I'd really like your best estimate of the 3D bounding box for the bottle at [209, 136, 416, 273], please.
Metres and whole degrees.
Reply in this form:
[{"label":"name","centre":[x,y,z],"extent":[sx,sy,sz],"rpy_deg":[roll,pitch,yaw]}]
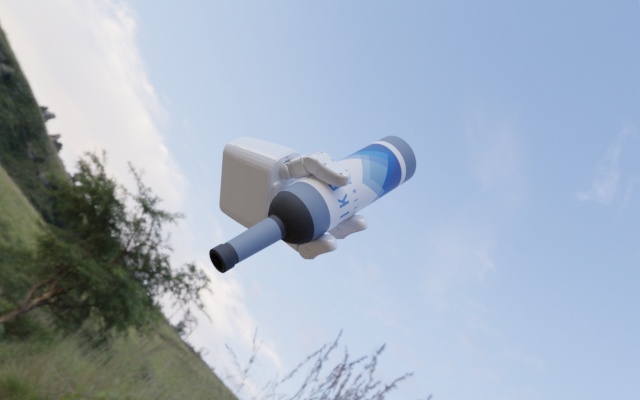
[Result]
[{"label":"bottle","centre":[0.000,0.002,0.557],"extent":[0.295,0.069,0.069],"rpy_deg":[-30,19,-37]}]
